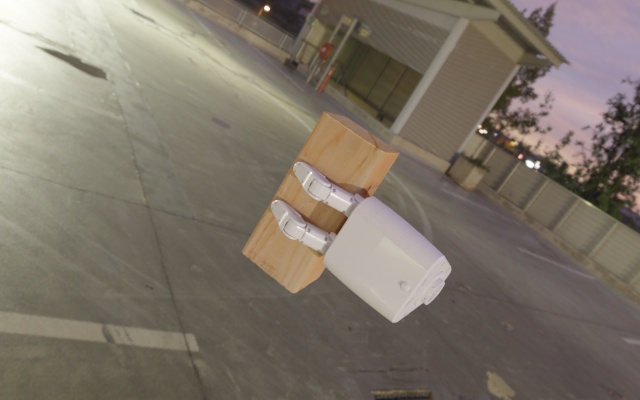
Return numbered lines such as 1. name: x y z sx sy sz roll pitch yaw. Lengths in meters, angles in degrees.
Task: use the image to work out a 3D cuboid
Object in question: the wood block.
1. wood block: 0.001 0.002 0.606 0.090 0.206 0.091 36 16 14
